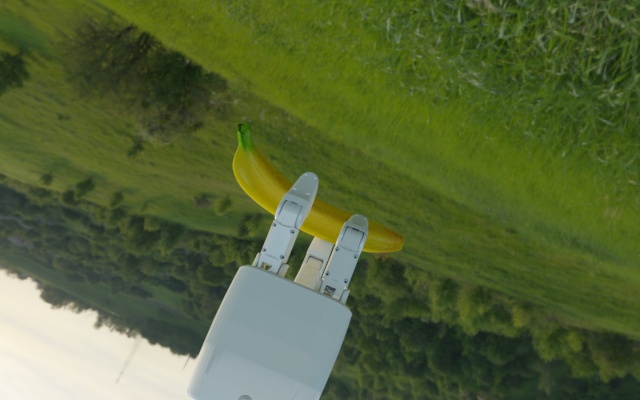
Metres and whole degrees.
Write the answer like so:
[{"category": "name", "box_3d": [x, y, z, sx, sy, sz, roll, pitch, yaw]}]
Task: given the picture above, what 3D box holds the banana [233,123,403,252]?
[{"category": "banana", "box_3d": [-0.012, 0.005, 0.466, 0.198, 0.037, 0.070, 34, -30, -16]}]
